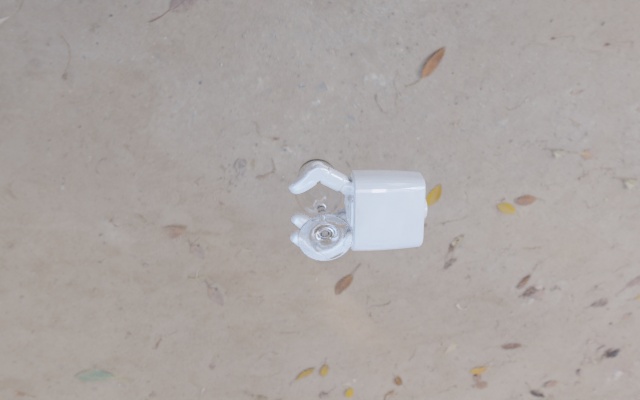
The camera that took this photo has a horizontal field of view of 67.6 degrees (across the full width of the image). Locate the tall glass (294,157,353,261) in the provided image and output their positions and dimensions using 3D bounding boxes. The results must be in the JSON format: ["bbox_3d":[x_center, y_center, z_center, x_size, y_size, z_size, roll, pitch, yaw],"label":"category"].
[{"bbox_3d":[0.000,0.003,0.722,0.079,0.079,0.201,0,29,-5],"label":"tall glass"}]
